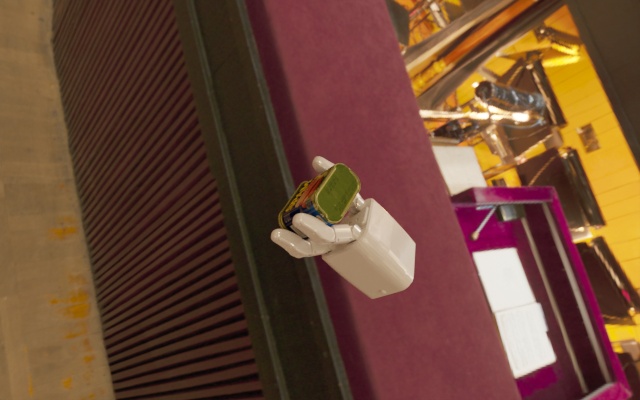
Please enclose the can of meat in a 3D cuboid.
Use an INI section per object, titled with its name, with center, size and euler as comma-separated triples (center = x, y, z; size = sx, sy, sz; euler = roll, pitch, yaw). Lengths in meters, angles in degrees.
[can of meat]
center = 0.000, 0.002, 0.672
size = 0.084, 0.057, 0.102
euler = -29, 20, 46
